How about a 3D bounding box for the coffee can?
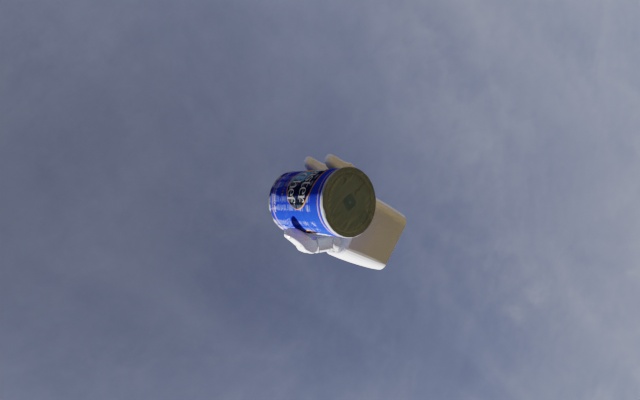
[{"bbox_3d":[0.000,0.002,0.737,0.103,0.103,0.140,0,0,-38],"label":"coffee can"}]
